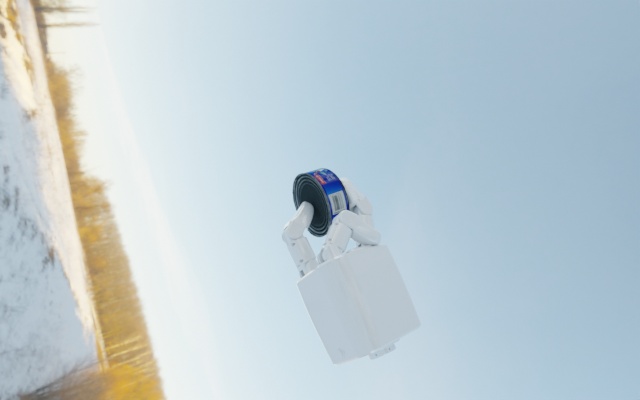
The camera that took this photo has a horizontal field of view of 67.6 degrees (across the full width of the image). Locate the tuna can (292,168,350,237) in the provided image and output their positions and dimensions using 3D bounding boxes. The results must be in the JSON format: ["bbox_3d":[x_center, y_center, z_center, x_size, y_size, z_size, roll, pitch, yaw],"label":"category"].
[{"bbox_3d":[0.001,0.002,0.618,0.033,0.086,0.086,-19,10,-30],"label":"tuna can"}]
